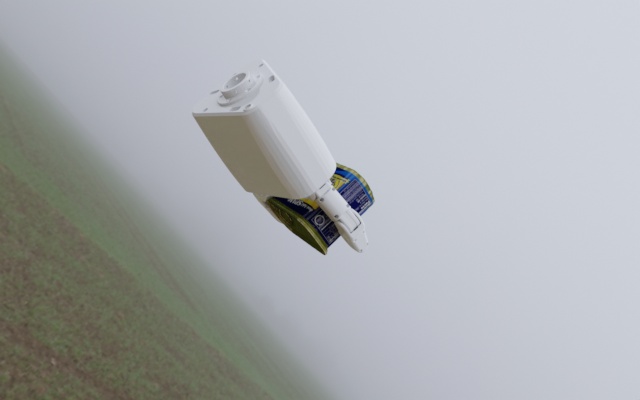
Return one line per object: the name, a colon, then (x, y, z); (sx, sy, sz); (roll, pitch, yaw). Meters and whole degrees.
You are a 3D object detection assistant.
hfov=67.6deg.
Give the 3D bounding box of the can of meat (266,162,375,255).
can of meat: (0.000, 0.002, 0.541); (0.084, 0.057, 0.102); (-43, 35, -13)
